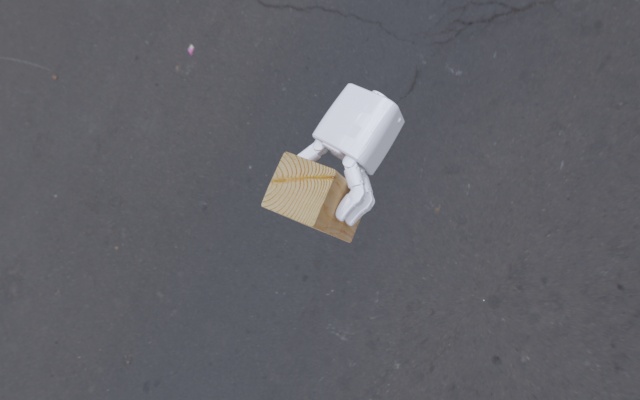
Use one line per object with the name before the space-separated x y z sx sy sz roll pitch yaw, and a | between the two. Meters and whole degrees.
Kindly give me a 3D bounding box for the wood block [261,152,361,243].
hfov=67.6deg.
wood block | 0.000 0.002 0.774 0.091 0.090 0.206 22 -4 22
